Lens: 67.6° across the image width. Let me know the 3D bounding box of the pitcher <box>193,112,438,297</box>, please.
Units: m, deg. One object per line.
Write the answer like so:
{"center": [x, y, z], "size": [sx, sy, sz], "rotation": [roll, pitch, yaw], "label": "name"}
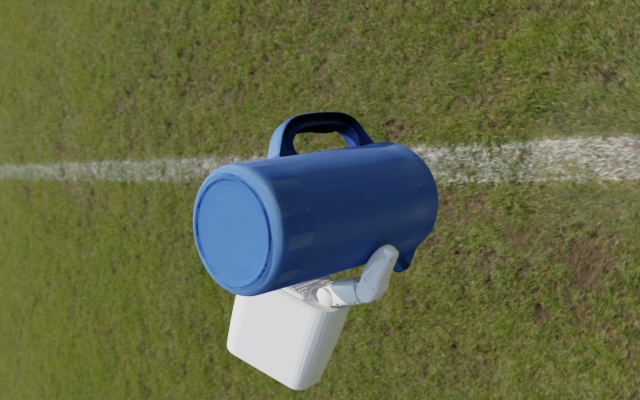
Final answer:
{"center": [0.000, 0.002, 0.468], "size": [0.149, 0.145, 0.243], "rotation": [32, 25, 31], "label": "pitcher"}
